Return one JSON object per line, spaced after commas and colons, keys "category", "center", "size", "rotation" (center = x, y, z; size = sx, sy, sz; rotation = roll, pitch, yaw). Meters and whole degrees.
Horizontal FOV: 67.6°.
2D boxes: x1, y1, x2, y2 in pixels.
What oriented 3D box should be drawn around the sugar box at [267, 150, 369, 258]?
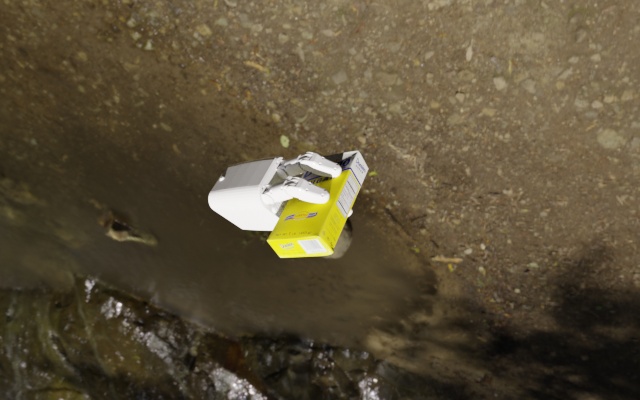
{"category": "sugar box", "center": [0.000, 0.002, 0.702], "size": [0.093, 0.176, 0.048], "rotation": [-7, -46, 34]}
